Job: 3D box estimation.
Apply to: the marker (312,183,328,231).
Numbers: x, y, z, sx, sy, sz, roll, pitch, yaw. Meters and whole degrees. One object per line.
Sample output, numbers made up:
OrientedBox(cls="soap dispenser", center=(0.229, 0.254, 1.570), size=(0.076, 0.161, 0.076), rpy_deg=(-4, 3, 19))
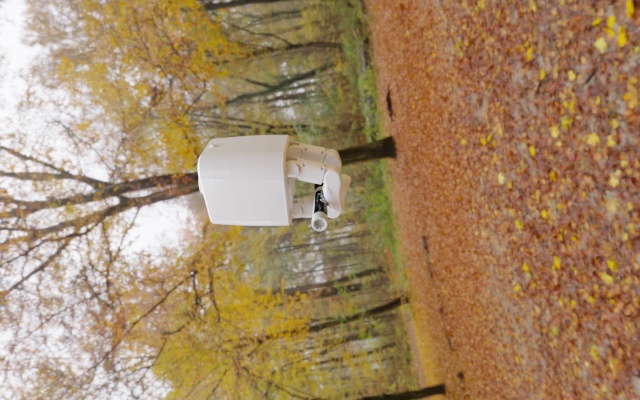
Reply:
OrientedBox(cls="marker", center=(0.000, 0.002, 0.603), size=(0.020, 0.020, 0.121), rpy_deg=(0, 25, 1))
